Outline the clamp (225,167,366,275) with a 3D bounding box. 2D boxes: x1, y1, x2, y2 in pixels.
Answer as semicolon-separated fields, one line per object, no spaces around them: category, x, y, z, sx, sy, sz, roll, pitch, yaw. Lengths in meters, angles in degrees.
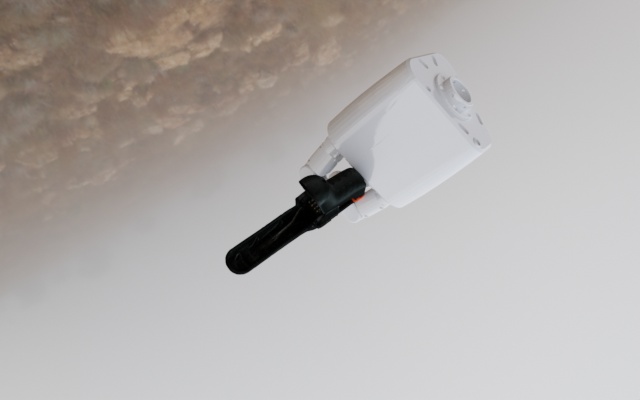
clamp;0.000;0.002;0.429;0.120;0.039;0.171;-37;-3;40
